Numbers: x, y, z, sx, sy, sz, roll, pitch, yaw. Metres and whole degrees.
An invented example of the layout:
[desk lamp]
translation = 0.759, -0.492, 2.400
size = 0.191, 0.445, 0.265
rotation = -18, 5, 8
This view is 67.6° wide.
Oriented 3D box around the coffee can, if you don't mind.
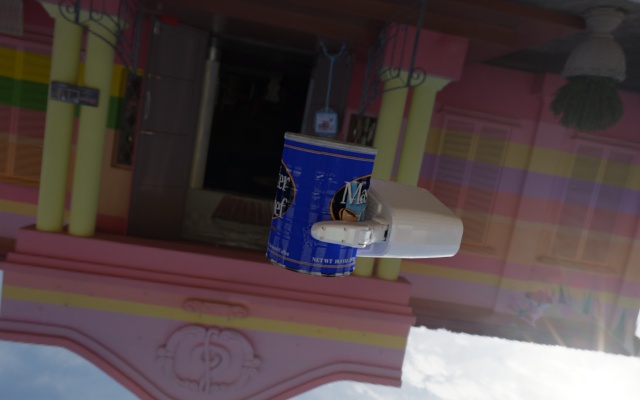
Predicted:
[coffee can]
translation = 0.000, 0.002, 0.533
size = 0.103, 0.140, 0.103
rotation = 10, 8, -1
